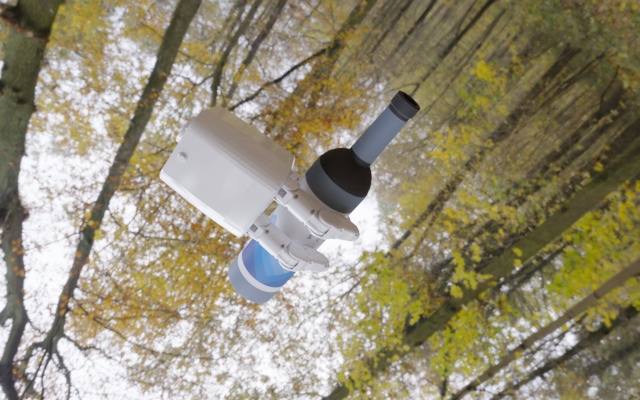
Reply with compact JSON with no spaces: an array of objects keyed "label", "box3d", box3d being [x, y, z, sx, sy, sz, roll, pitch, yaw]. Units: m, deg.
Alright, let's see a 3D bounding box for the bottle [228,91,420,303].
[{"label":"bottle","box3d":[0.000,0.002,0.525,0.069,0.069,0.296,0,-42,-52]}]
